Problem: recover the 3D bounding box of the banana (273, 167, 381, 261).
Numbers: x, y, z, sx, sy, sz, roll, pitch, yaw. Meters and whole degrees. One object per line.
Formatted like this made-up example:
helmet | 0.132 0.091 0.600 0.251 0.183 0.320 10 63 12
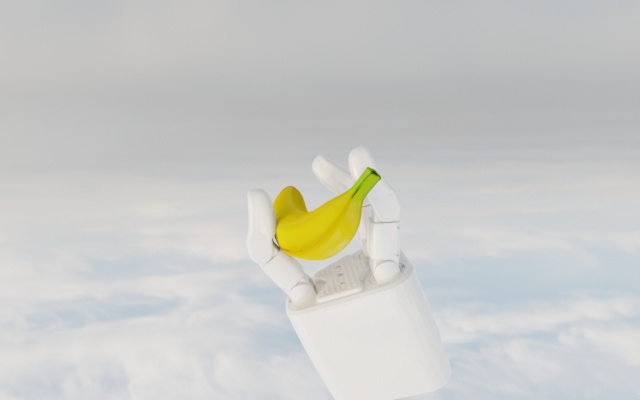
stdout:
banana | -0.010 0.016 0.394 0.037 0.069 0.198 42 -15 -16
